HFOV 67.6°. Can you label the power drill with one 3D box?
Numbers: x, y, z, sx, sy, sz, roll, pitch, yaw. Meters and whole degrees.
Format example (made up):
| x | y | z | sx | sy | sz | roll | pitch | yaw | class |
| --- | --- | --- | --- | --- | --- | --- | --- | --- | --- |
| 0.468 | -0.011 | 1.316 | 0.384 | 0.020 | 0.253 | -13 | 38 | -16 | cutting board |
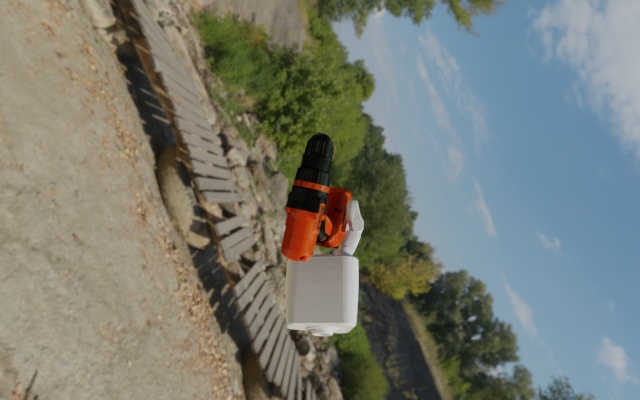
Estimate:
| x | y | z | sx | sy | sz | roll | pitch | yaw | class |
| --- | --- | --- | --- | --- | --- | --- | --- | --- | --- |
| 0.000 | 0.003 | 0.741 | 0.057 | 0.184 | 0.188 | 13 | -3 | 18 | power drill |
